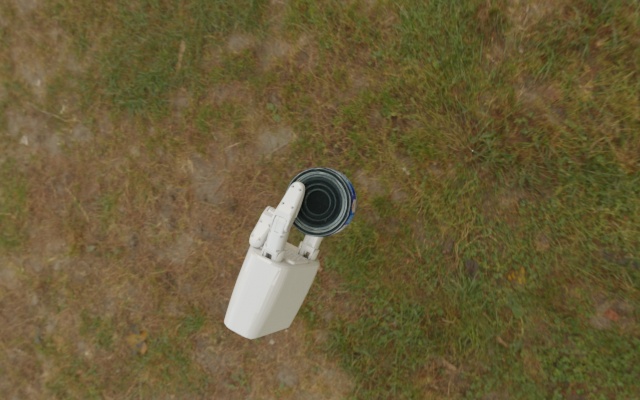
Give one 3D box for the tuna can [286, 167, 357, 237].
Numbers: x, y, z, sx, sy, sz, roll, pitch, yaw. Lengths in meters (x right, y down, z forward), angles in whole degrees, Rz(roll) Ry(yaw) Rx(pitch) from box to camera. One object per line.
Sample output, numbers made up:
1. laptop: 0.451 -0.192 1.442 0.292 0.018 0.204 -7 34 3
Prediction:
1. tuna can: 0.000 0.002 0.585 0.086 0.086 0.034 0 1 15
